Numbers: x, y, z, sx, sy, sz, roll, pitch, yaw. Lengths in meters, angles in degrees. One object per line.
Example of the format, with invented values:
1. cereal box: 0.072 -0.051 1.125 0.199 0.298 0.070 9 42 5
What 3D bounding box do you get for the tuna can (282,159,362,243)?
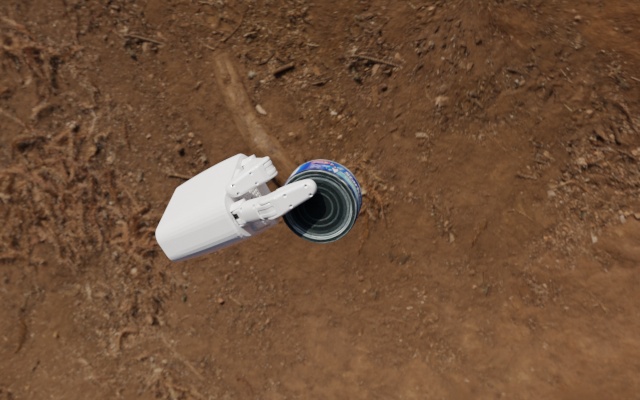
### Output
1. tuna can: 0.000 0.002 0.509 0.086 0.086 0.033 0 22 13
